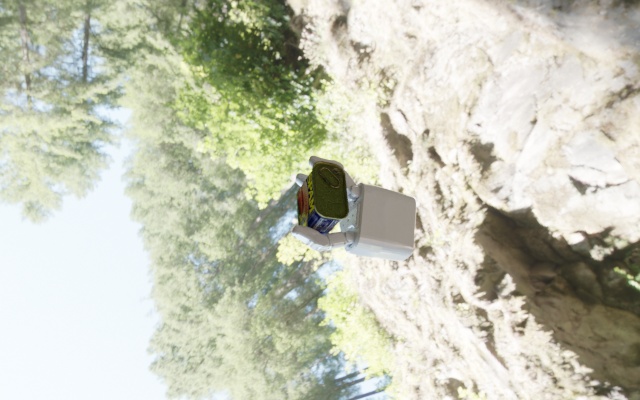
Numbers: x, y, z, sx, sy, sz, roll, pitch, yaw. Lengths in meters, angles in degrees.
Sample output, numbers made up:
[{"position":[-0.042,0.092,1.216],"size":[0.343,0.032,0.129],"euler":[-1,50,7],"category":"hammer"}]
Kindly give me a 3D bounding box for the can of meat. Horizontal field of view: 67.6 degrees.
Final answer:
[{"position":[0.000,0.003,0.769],"size":[0.057,0.102,0.084],"euler":[8,-32,-21],"category":"can of meat"}]
